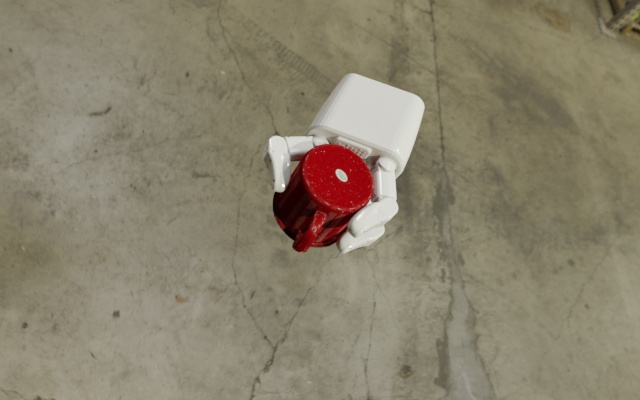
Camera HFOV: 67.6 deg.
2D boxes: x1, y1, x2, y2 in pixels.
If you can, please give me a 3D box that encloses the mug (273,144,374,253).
[{"bbox_3d":[0.000,0.003,0.503,0.093,0.117,0.081,30,-35,-6],"label":"mug"}]
